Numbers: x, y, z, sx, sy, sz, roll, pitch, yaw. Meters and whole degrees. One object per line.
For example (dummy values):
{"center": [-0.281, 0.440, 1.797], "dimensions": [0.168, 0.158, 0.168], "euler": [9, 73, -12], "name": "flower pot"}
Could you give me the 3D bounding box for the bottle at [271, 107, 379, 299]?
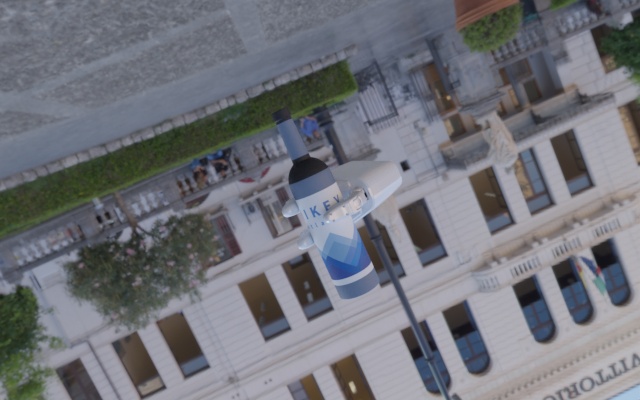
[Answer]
{"center": [0.000, 0.003, 0.715], "dimensions": [0.069, 0.296, 0.069], "euler": [-24, 7, 3], "name": "bottle"}
